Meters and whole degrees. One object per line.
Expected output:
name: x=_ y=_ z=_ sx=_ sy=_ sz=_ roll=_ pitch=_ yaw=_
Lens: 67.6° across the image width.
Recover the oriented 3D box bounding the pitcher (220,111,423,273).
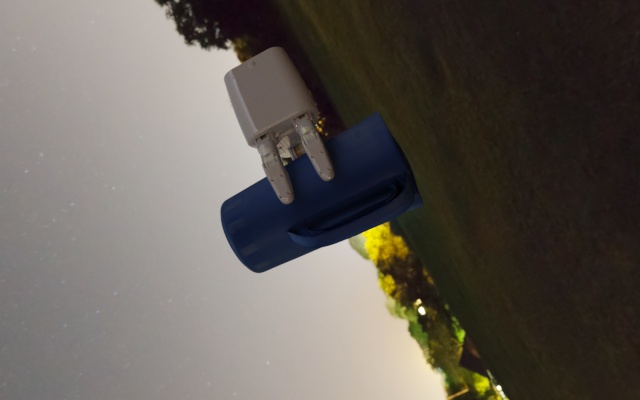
pitcher: x=0.000 y=0.002 z=0.607 sx=0.243 sy=0.145 sz=0.149 roll=-27 pitch=-16 yaw=7
